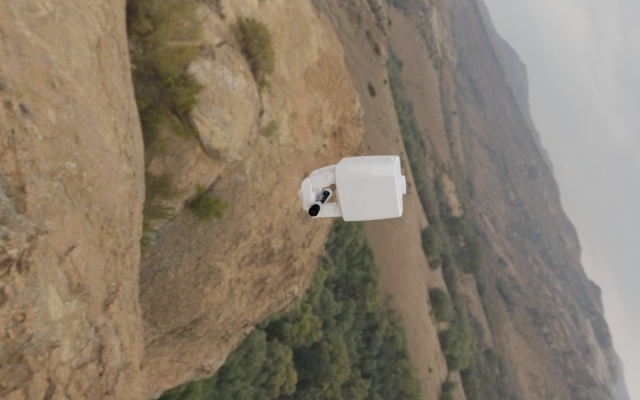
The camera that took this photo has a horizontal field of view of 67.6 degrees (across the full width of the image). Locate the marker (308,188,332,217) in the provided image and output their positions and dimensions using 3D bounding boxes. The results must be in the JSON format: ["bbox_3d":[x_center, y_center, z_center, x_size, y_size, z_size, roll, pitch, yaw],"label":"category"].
[{"bbox_3d":[0.000,0.003,0.890,0.020,0.020,0.121,0,18,14],"label":"marker"}]
